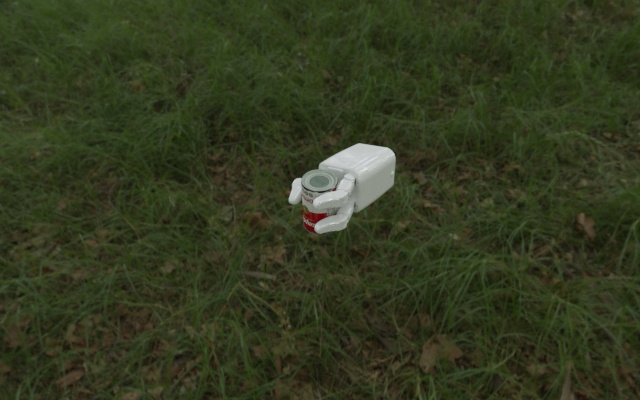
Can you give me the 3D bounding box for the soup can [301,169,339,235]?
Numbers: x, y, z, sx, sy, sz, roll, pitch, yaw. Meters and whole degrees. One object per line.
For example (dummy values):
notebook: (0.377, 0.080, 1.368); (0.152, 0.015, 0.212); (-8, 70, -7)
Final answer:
soup can: (0.000, 0.003, 0.869); (0.068, 0.102, 0.068); (-1, 39, 1)
